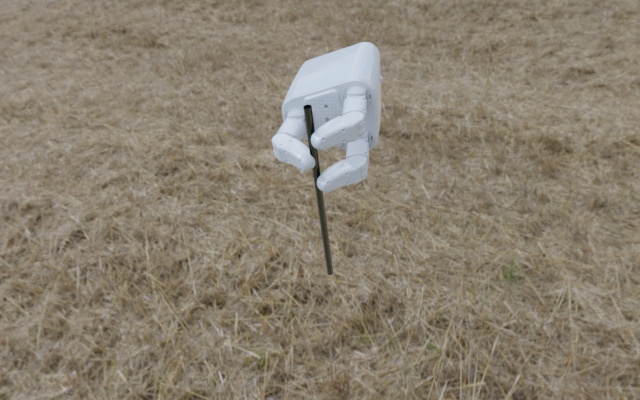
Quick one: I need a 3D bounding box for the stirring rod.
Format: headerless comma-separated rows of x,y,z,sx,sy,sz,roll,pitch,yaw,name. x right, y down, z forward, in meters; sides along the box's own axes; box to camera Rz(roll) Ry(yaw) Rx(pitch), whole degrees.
0.000,0.002,0.528,0.011,0.240,0.011,-4,41,4,stirring rod
